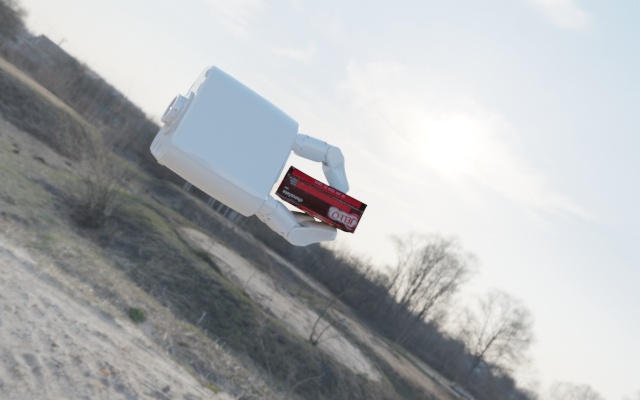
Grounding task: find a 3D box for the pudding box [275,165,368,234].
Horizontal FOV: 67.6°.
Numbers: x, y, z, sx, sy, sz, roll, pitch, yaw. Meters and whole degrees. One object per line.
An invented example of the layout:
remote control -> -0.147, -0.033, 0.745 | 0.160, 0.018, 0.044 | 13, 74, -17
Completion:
pudding box -> 0.000, 0.002, 0.529 | 0.090, 0.039, 0.113 | 28, -1, 0
